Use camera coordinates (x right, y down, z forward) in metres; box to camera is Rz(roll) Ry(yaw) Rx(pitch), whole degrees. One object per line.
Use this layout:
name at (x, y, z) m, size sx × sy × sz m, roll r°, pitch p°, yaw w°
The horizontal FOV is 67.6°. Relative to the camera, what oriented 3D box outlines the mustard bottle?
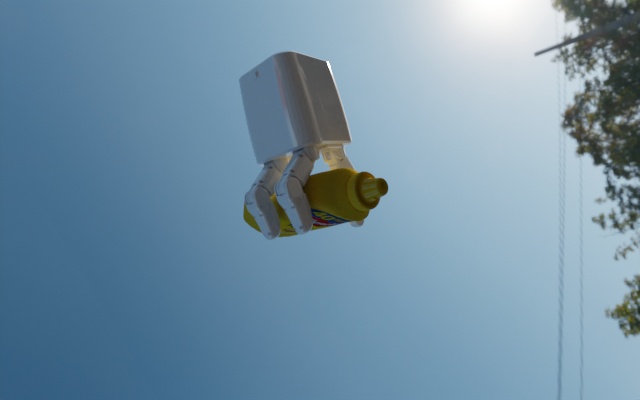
mustard bottle at (0.000, 0.002, 0.551) m, size 0.096 × 0.058 × 0.191 m, roll 17°, pitch -22°, yaw -39°
